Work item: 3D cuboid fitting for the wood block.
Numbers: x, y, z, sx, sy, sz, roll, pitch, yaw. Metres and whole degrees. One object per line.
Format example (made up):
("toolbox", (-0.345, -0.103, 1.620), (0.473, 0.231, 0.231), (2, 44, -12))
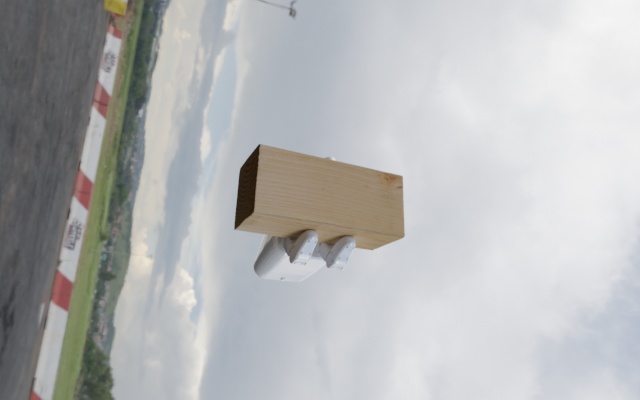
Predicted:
("wood block", (0.000, 0.002, 0.636), (0.206, 0.090, 0.090), (10, -22, -23))
